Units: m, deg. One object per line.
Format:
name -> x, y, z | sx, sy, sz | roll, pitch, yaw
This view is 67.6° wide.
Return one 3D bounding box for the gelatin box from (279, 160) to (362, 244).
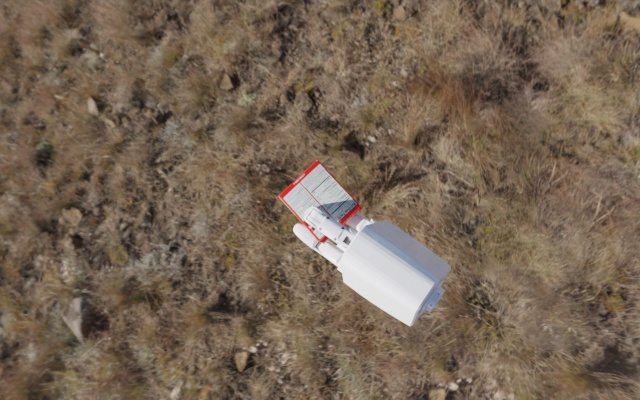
gelatin box -> 0.000, 0.002, 0.645 | 0.073, 0.089, 0.030 | -43, -14, 3
